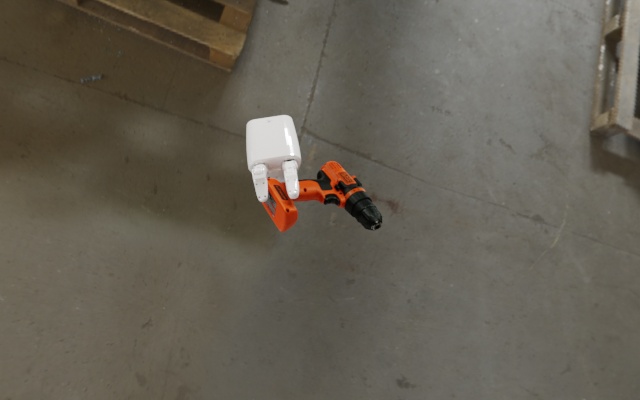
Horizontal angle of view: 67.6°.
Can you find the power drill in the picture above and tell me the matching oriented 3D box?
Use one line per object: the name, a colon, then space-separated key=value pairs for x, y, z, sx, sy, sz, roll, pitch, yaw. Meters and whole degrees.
power drill: x=0.000 y=0.003 z=0.876 sx=0.187 sy=0.057 sz=0.184 roll=-10 pitch=42 yaw=-30
